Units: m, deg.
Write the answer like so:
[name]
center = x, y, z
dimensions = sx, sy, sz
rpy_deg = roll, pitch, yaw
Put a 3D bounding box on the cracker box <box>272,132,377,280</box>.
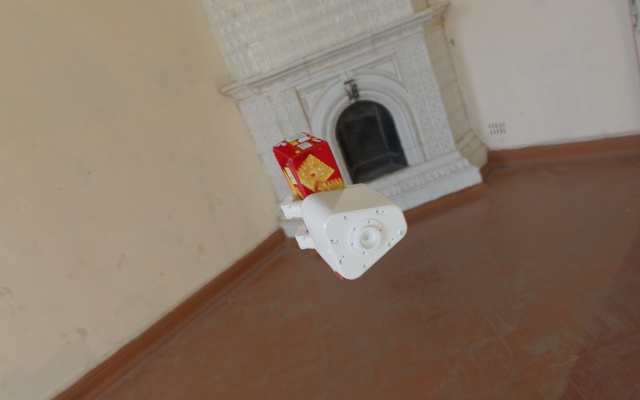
[cracker box]
center = 0.000, 0.002, 0.787
dimensions = 0.072, 0.214, 0.164
rpy_deg = -25, 18, -8
